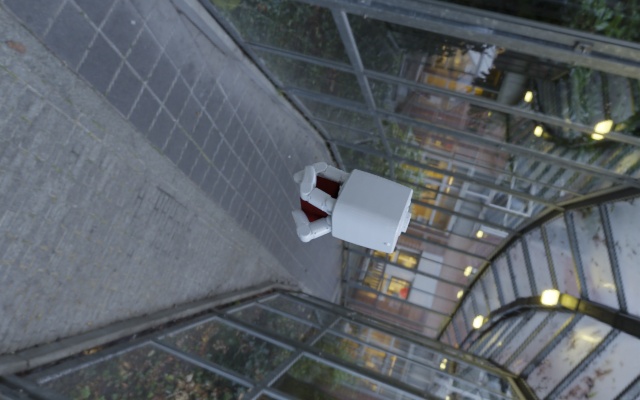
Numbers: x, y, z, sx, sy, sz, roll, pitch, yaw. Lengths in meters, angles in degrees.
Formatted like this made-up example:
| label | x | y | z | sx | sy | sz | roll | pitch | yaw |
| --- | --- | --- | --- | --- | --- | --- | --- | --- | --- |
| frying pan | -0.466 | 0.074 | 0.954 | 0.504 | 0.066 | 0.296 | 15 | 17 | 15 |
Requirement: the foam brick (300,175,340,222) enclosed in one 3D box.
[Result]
| label | x | y | z | sx | sy | sz | roll | pitch | yaw |
| --- | --- | --- | --- | --- | --- | --- | --- | --- | --- |
| foam brick | 0.000 | 0.003 | 0.820 | 0.051 | 0.053 | 0.078 | 19 | -27 | 13 |
